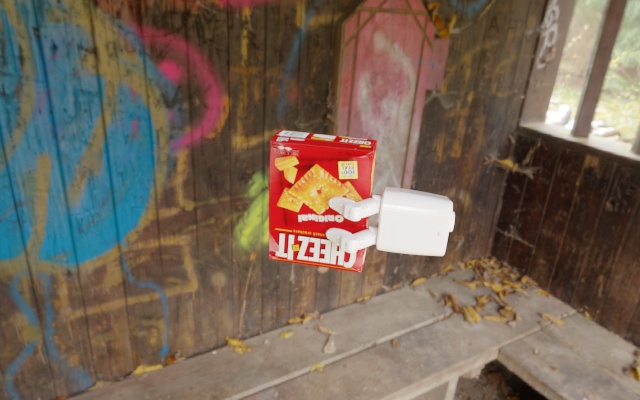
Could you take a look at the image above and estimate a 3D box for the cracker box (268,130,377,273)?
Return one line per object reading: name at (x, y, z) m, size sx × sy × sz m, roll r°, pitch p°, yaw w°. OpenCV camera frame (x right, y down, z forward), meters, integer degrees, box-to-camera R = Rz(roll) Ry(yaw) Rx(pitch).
cracker box at (0.000, 0.002, 0.780) m, size 0.164 × 0.214 × 0.072 m, roll 7°, pitch 24°, yaw 9°
